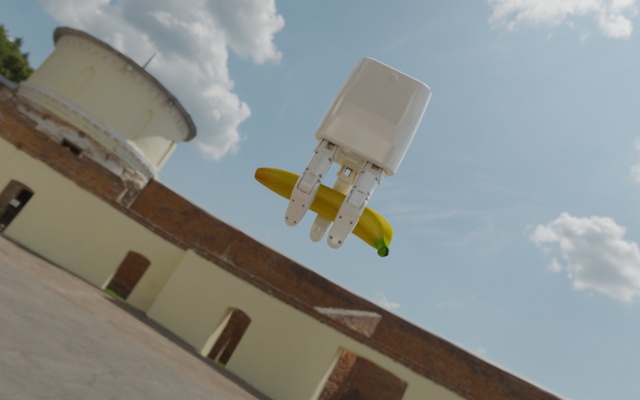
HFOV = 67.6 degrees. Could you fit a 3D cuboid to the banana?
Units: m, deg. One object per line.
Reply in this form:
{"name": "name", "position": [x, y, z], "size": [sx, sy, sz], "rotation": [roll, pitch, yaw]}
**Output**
{"name": "banana", "position": [0.011, 0.006, 0.556], "size": [0.197, 0.037, 0.069], "rotation": [29, 6, 29]}
